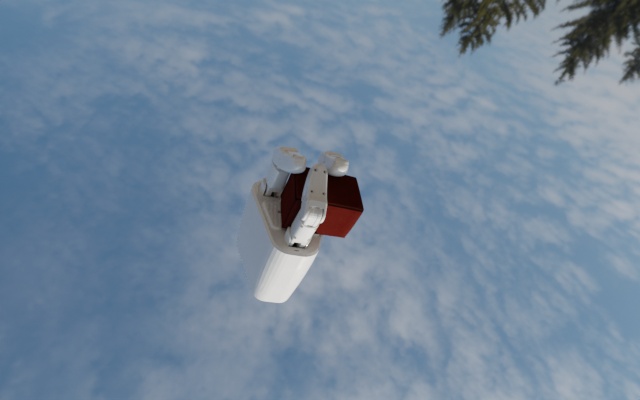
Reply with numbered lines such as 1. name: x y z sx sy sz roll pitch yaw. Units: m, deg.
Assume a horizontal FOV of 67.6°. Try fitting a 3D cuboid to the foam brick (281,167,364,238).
1. foam brick: 0.000 0.002 0.533 0.078 0.053 0.051 11 -45 -17
